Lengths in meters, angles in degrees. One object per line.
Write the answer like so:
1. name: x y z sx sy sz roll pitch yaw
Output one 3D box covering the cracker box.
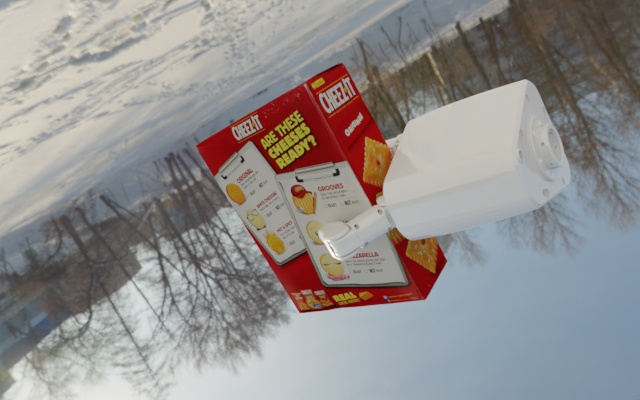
1. cracker box: 0.000 0.002 0.466 0.164 0.214 0.072 -18 17 42
